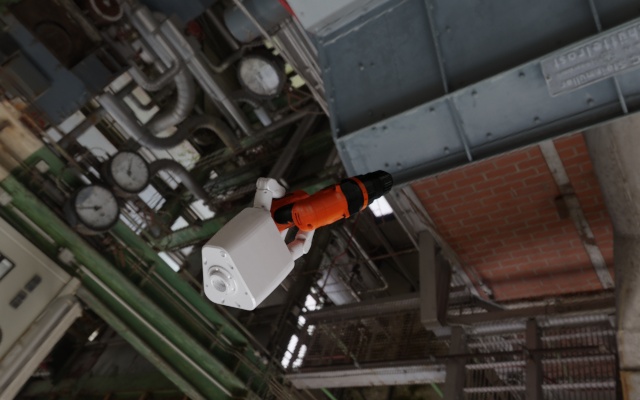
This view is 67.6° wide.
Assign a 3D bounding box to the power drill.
[{"bbox_3d":[0.000,0.003,0.755,0.184,0.057,0.187,-21,4,-35],"label":"power drill"}]
